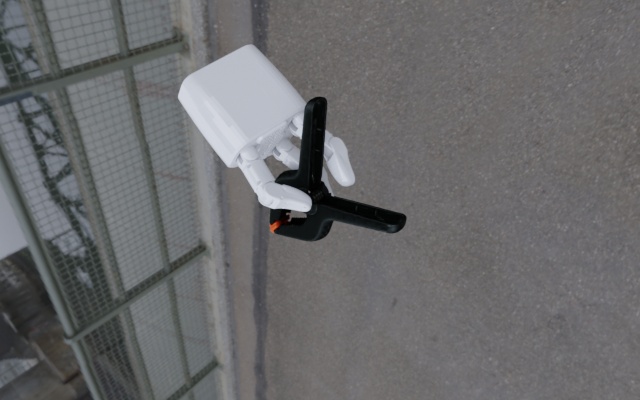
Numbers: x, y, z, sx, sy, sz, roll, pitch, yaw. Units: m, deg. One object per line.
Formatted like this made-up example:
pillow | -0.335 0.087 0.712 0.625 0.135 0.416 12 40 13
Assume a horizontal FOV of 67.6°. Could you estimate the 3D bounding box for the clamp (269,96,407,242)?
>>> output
clamp | -0.001 0.002 0.562 0.036 0.164 0.210 -31 -10 -38
